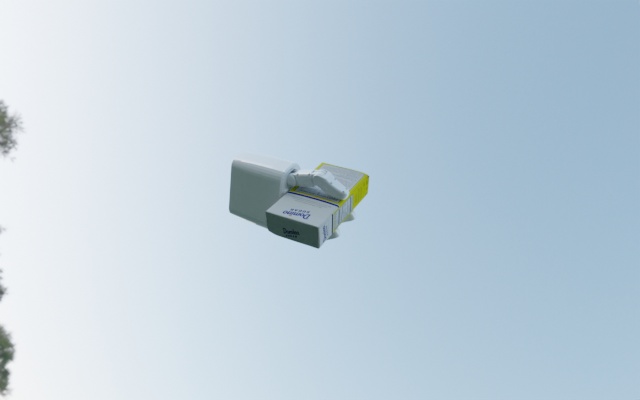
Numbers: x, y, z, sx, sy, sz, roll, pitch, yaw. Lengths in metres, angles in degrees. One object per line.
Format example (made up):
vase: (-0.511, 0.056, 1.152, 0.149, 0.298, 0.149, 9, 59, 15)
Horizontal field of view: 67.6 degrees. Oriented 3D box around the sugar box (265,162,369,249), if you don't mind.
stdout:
sugar box: (0.000, 0.003, 0.756, 0.093, 0.048, 0.176, 16, 38, 25)
